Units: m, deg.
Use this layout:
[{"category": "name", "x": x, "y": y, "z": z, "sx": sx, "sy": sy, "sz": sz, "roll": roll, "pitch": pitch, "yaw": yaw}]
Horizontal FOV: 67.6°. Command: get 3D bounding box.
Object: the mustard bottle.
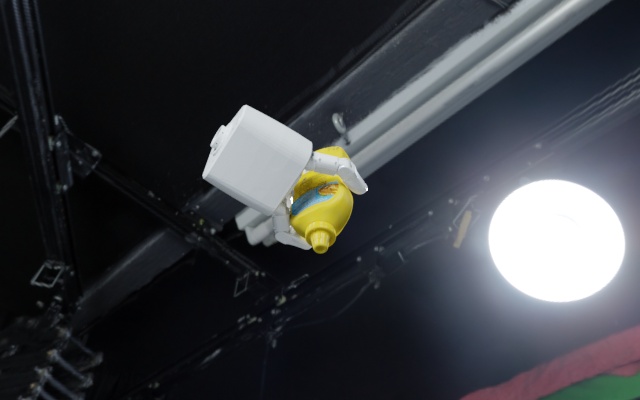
[{"category": "mustard bottle", "x": 0.000, "y": 0.002, "z": 0.690, "sx": 0.096, "sy": 0.058, "sz": 0.191, "roll": -25, "pitch": 34, "yaw": 19}]
